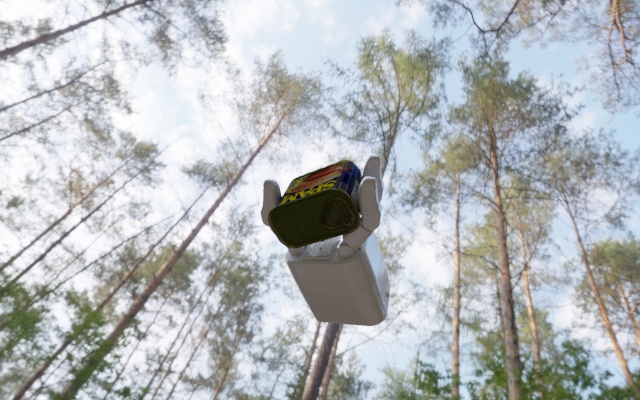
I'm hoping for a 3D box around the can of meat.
[{"bbox_3d":[0.000,0.002,0.558,0.102,0.057,0.084,-18,23,22],"label":"can of meat"}]
